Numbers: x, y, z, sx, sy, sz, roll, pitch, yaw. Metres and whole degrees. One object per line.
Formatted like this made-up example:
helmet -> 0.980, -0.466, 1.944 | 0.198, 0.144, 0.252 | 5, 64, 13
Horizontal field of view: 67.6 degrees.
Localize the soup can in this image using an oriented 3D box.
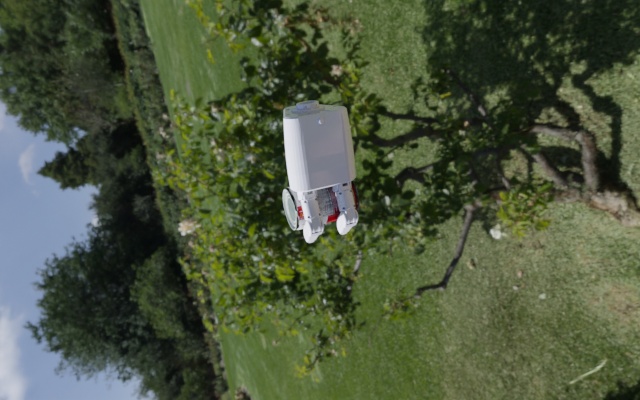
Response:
soup can -> 0.000, 0.003, 0.735 | 0.102, 0.068, 0.068 | -13, 4, -18
